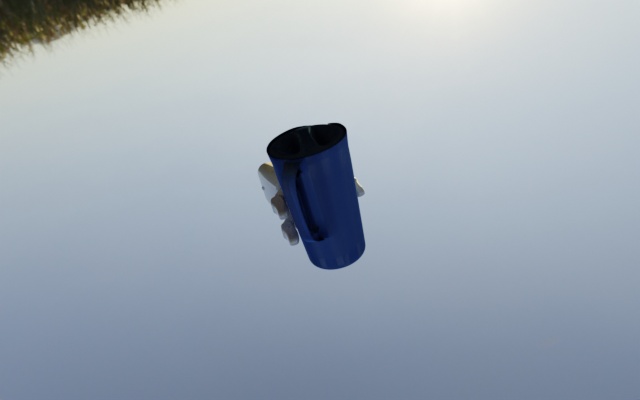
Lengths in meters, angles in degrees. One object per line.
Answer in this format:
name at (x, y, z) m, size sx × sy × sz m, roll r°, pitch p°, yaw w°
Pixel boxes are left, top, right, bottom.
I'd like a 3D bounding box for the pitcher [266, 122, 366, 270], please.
pitcher at (0.000, 0.003, 0.812) m, size 0.149 × 0.243 × 0.145 m, roll -27°, pitch 31°, yaw -18°
